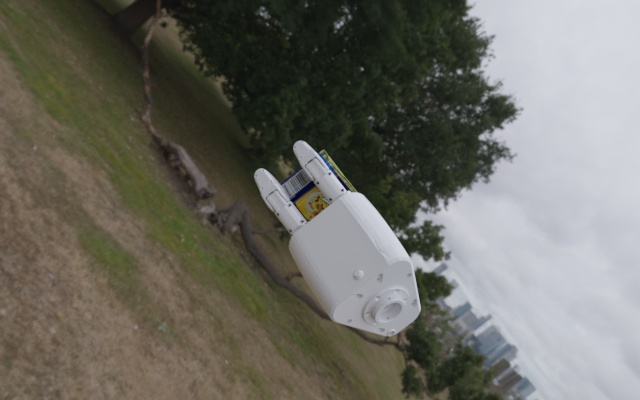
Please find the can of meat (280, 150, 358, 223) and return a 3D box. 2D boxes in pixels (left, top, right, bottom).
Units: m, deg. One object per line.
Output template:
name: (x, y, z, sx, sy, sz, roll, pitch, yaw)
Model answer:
can of meat: (0.000, 0.002, 0.570, 0.102, 0.084, 0.057, 49, 5, -38)
